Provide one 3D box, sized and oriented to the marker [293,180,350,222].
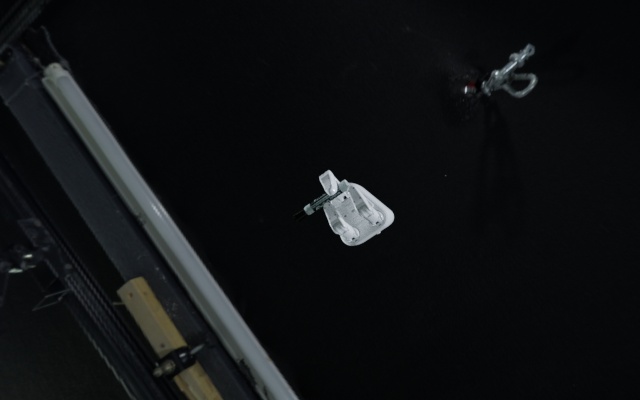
[{"bbox_3d":[0.000,0.003,0.869,0.121,0.020,0.020,-34,-9,14],"label":"marker"}]
